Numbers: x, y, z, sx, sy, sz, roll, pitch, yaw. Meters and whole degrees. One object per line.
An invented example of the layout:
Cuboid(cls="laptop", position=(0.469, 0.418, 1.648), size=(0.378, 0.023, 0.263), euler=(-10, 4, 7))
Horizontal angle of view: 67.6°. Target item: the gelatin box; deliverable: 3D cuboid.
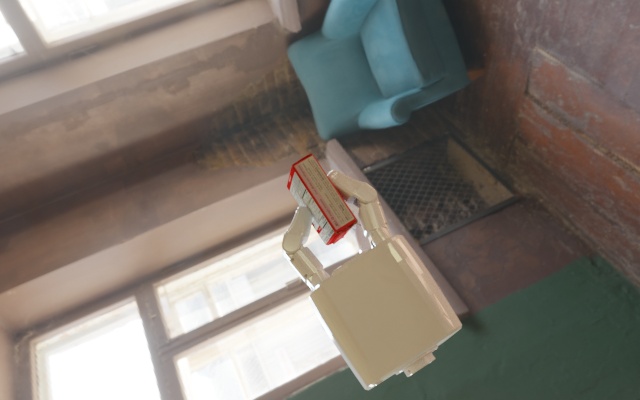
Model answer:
Cuboid(cls="gelatin box", position=(0.000, 0.002, 0.523), size=(0.030, 0.089, 0.073), euler=(-32, -9, -15))
